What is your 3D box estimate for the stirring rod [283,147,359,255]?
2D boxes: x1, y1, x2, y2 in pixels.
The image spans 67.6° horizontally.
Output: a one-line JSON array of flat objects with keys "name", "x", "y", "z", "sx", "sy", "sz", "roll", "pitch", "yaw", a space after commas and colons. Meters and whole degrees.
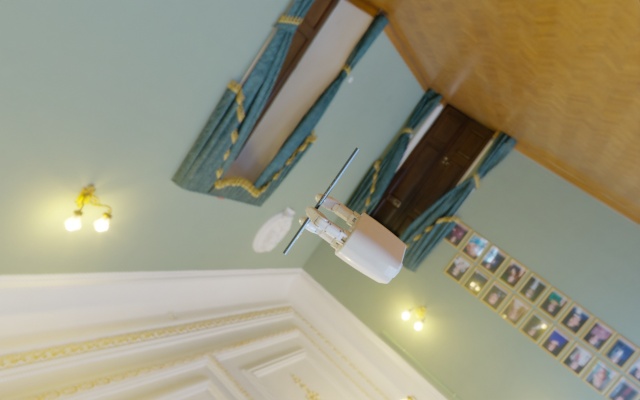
[{"name": "stirring rod", "x": 0.000, "y": 0.003, "z": 0.887, "sx": 0.011, "sy": 0.239, "sz": 0.011, "roll": 34, "pitch": 9, "yaw": -6}]
